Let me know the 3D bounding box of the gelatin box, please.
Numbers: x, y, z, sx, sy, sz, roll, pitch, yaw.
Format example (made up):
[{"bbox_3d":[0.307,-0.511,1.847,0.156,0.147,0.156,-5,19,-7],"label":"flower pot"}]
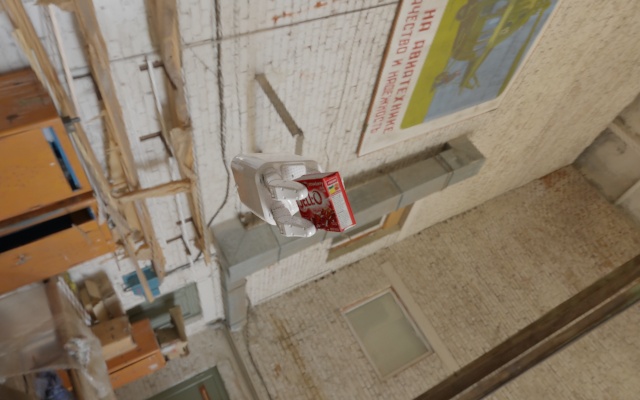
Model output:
[{"bbox_3d":[0.001,0.002,0.627,0.030,0.073,0.089,-26,14,-31],"label":"gelatin box"}]
